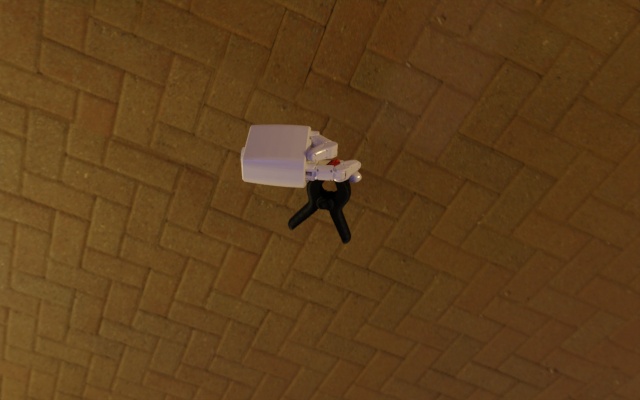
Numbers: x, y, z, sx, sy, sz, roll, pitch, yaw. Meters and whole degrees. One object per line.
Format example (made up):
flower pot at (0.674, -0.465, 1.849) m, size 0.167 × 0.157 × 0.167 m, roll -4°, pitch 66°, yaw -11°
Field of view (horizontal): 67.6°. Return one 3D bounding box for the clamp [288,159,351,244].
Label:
clamp at (0.000, 0.003, 0.860) m, size 0.120 × 0.172 × 0.039 m, roll 4°, pitch 32°, yaw 3°
